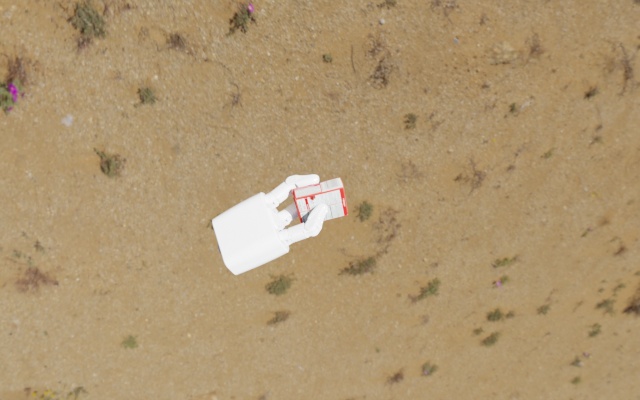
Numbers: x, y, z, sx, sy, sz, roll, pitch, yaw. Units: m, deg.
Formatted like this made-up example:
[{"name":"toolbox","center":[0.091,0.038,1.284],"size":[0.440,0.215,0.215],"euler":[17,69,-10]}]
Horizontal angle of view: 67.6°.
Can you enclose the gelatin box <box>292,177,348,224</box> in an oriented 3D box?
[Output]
[{"name":"gelatin box","center":[0.001,0.003,0.847],"size":[0.089,0.030,0.073],"euler":[-14,-44,0]}]
